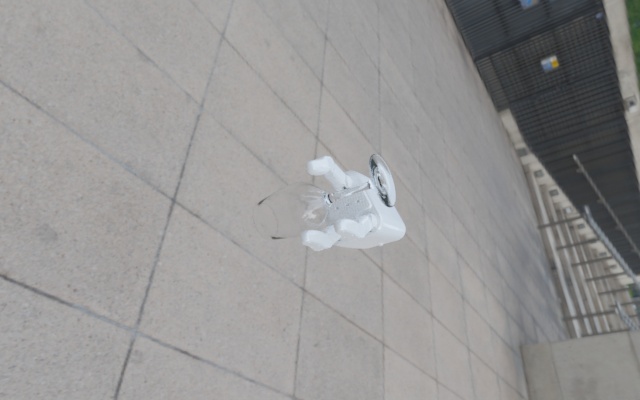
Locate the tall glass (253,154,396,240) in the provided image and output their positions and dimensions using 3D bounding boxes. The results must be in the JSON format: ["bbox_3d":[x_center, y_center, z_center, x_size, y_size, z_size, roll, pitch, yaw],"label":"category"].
[{"bbox_3d":[0.001,0.002,0.676,0.201,0.079,0.079,-19,-9,28],"label":"tall glass"}]
